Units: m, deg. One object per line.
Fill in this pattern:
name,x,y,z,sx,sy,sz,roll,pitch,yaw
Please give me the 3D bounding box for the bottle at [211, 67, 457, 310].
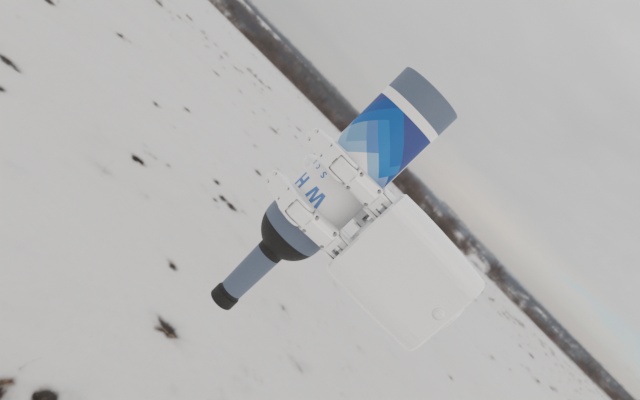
bottle,0.000,0.001,0.467,0.296,0.069,0.069,-45,-10,10
